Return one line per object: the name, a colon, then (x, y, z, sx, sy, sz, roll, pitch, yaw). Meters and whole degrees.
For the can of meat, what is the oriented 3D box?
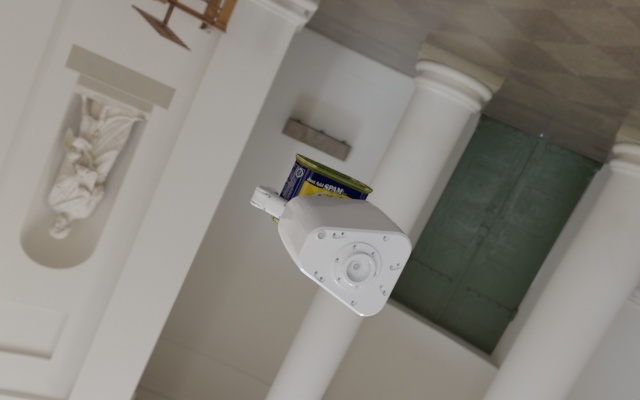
can of meat: (0.000, 0.002, 0.587, 0.102, 0.084, 0.057, 22, 9, -21)
